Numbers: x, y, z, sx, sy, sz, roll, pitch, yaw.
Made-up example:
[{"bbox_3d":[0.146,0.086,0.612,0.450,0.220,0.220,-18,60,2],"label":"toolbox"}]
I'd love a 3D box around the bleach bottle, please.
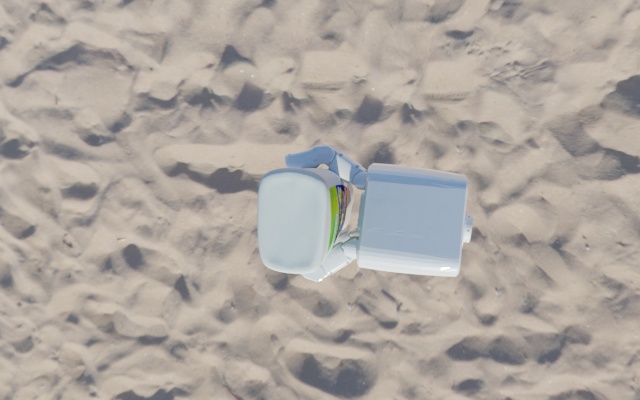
[{"bbox_3d":[0.000,0.002,0.552,0.068,0.102,0.251,5,11,12],"label":"bleach bottle"}]
